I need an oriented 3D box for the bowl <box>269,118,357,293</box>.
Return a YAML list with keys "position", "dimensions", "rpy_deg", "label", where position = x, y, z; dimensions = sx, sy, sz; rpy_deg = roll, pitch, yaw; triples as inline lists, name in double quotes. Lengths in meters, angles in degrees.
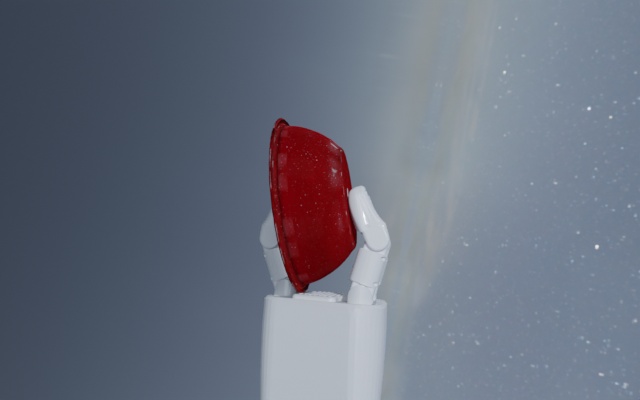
- position: [0.000, 0.000, 0.439]
  dimensions: [0.055, 0.162, 0.162]
  rpy_deg: [-8, -1, 8]
  label: "bowl"
